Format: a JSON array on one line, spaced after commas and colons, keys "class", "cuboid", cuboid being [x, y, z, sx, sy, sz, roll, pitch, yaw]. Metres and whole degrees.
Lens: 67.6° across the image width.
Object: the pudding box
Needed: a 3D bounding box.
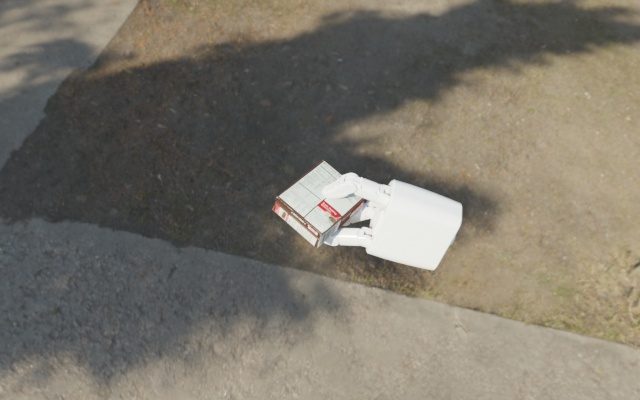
[{"class": "pudding box", "cuboid": [0.000, 0.002, 0.706, 0.113, 0.090, 0.039, -39, -18, -36]}]
